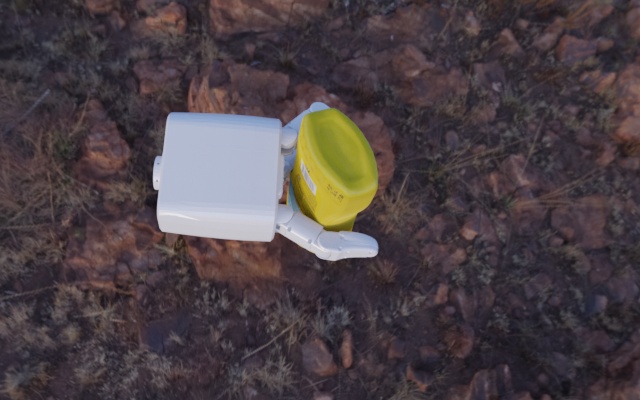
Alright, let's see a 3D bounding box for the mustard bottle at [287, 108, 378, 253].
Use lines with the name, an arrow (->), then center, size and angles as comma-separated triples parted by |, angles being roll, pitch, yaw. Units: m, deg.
mustard bottle -> 0.000, 0.001, 0.491 | 0.058, 0.096, 0.192 | -18, -24, -21
